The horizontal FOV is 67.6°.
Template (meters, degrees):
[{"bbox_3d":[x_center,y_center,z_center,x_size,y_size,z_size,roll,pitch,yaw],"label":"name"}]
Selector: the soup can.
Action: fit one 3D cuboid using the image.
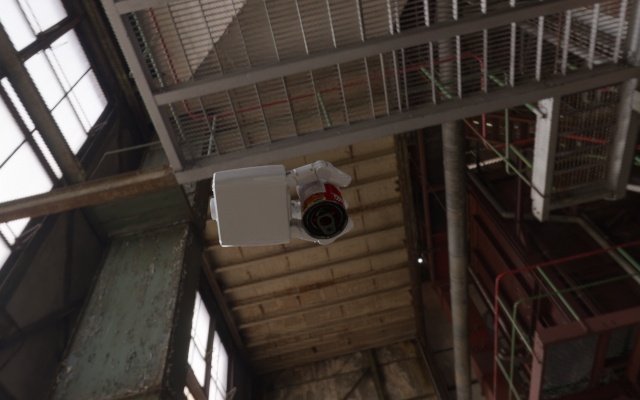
[{"bbox_3d":[0.001,0.002,0.727,0.068,0.068,0.102,0,32,-9],"label":"soup can"}]
